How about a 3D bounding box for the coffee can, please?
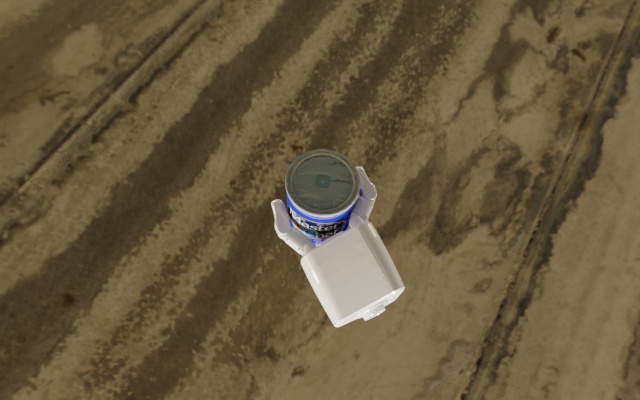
[{"bbox_3d":[0.000,0.002,0.715,0.103,0.102,0.140,0,-24,-3],"label":"coffee can"}]
